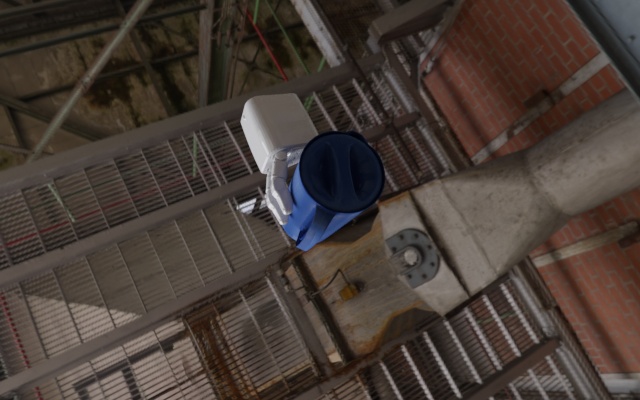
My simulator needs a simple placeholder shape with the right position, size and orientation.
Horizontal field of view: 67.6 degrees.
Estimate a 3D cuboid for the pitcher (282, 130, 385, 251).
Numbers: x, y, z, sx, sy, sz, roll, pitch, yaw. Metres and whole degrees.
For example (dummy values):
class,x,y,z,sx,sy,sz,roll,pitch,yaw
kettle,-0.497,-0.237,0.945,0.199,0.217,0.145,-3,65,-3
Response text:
class,x,y,z,sx,sy,sz,roll,pitch,yaw
pitcher,0.000,0.002,0.802,0.149,0.145,0.243,-20,-13,-21
